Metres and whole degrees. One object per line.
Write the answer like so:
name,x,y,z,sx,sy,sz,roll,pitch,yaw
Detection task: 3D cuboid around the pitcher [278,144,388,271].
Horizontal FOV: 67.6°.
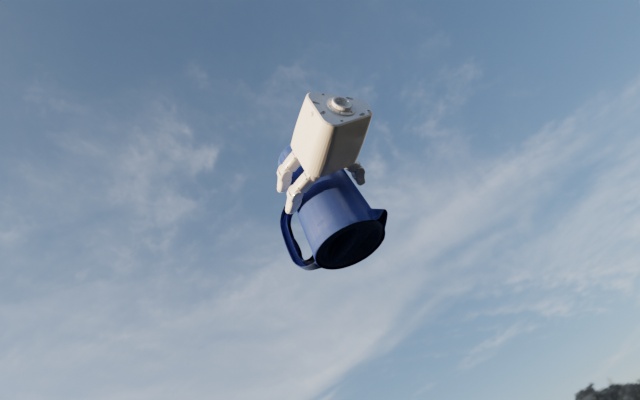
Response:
pitcher,0.000,0.003,0.883,0.149,0.242,0.145,-9,-40,-25
